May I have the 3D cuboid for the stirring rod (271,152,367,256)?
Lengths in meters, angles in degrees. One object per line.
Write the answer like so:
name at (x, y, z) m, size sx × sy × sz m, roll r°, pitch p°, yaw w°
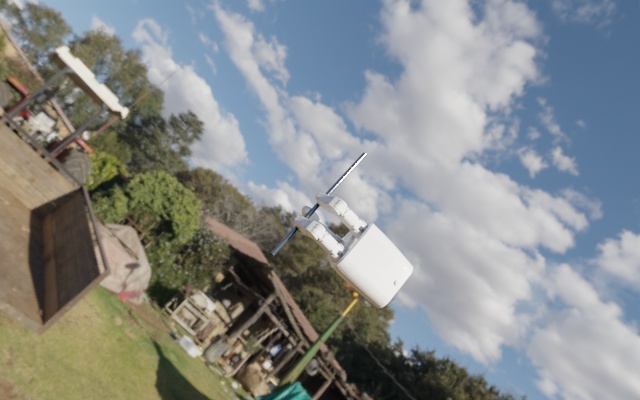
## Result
stirring rod at (0.000, 0.003, 0.803) m, size 0.011 × 0.239 × 0.011 m, roll 38°, pitch -18°, yaw 15°
